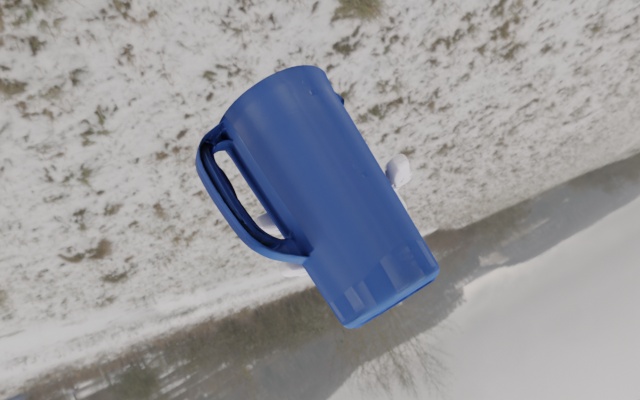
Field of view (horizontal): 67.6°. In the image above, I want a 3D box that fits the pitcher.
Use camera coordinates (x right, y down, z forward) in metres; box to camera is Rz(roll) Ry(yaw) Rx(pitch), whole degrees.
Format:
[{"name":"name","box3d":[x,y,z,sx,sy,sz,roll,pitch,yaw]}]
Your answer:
[{"name":"pitcher","box3d":[0.000,0.002,0.474,0.149,0.242,0.145,-35,-14,11]}]
